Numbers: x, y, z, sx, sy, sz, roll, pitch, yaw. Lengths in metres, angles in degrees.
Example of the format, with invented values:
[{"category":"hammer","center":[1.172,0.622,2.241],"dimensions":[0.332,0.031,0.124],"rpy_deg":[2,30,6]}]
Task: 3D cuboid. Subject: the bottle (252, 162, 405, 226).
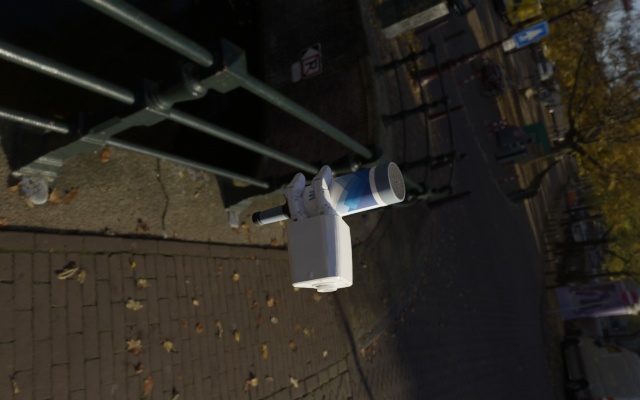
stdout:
[{"category":"bottle","center":[0.000,0.003,0.847],"dimensions":[0.296,0.069,0.069],"rpy_deg":[-15,-8,29]}]
